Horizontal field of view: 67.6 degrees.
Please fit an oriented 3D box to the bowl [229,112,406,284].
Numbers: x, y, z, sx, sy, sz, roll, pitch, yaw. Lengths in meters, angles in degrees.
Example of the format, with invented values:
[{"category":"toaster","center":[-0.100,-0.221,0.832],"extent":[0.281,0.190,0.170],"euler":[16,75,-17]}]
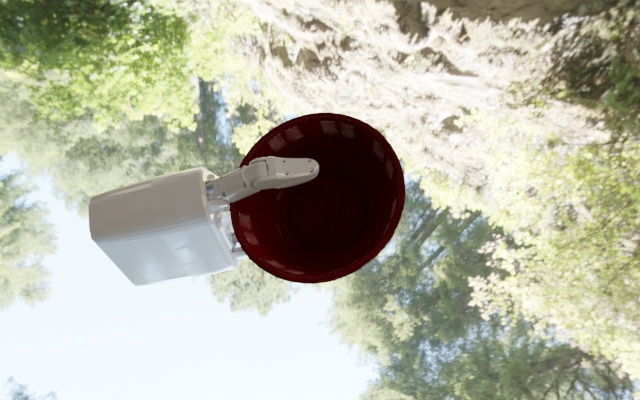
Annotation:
[{"category":"bowl","center":[0.001,0.002,0.446],"extent":[0.162,0.162,0.055],"euler":[0,-19,16]}]
